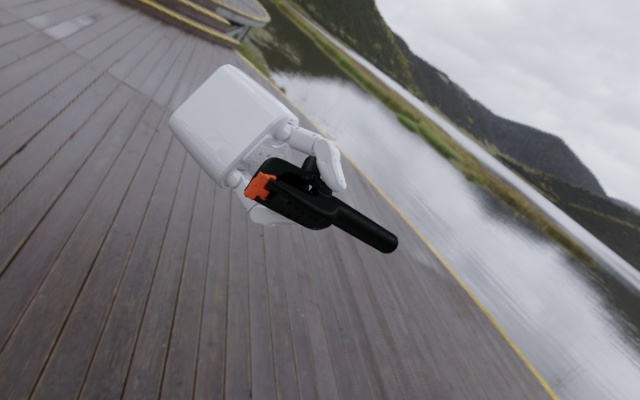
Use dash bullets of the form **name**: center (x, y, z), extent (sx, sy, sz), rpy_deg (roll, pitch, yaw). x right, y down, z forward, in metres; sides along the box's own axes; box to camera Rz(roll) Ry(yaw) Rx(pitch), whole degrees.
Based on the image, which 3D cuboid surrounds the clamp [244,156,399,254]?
- **clamp**: center (0.000, 0.001, 0.509), extent (0.164, 0.036, 0.210), rpy_deg (44, 17, 18)
